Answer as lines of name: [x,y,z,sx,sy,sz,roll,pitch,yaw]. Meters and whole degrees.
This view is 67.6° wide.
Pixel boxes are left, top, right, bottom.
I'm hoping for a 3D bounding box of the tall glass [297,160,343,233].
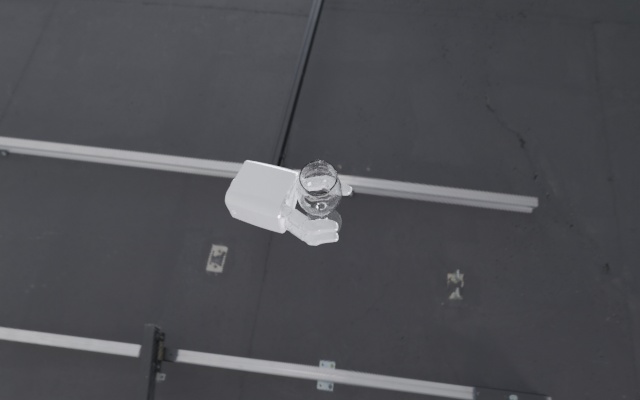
tall glass: [0.000,0.003,0.853,0.079,0.079,0.201,0,-24,2]
